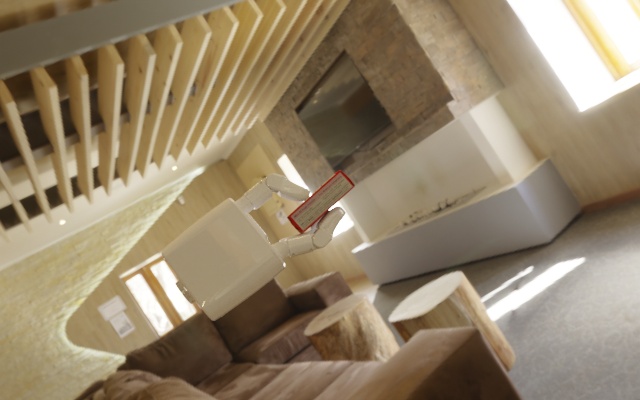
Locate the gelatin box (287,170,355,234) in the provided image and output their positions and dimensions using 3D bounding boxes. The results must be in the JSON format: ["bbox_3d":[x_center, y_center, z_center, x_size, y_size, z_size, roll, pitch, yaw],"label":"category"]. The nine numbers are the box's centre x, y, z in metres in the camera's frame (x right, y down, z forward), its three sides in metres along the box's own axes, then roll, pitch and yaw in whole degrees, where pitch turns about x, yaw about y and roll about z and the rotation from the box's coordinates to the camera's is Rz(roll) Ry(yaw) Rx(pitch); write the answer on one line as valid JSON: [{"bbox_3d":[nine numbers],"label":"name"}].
[{"bbox_3d":[0.000,0.001,0.606,0.089,0.030,0.073,-43,1,-1],"label":"gelatin box"}]
